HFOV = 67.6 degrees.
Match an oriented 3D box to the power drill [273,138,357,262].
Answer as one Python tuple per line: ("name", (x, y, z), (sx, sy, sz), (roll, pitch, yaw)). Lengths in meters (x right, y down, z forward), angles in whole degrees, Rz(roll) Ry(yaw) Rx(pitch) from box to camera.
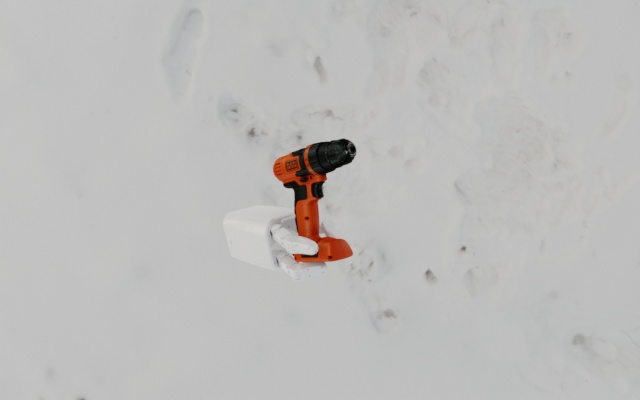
("power drill", (0.000, 0.003, 0.766), (0.057, 0.187, 0.184), (-7, -2, -39))
